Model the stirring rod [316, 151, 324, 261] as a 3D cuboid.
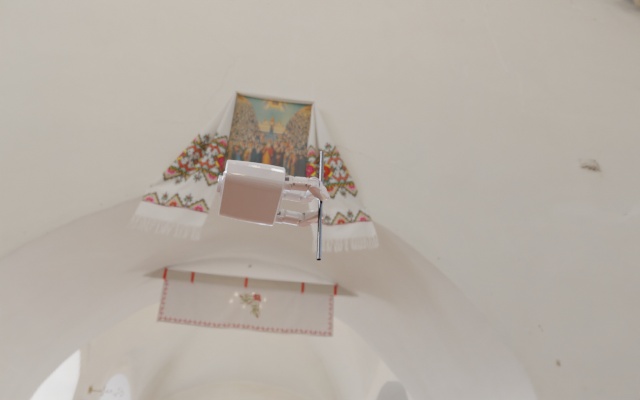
[{"bbox_3d":[0.000,0.003,0.896,0.011,0.239,0.011,1,-34,1],"label":"stirring rod"}]
